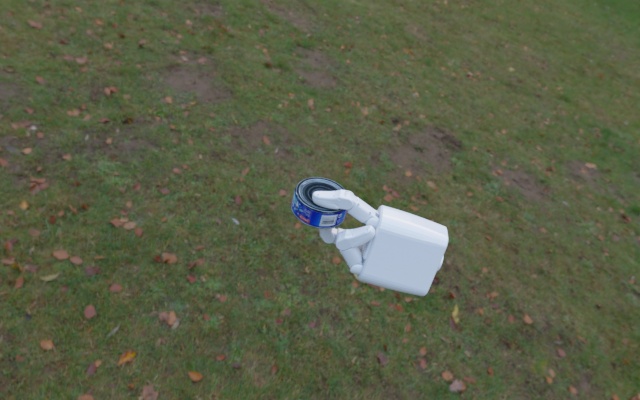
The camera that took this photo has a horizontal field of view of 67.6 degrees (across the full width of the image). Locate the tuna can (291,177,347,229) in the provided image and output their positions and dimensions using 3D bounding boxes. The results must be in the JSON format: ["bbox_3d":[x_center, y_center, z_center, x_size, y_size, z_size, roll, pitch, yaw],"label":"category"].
[{"bbox_3d":[0.000,0.002,0.726,0.086,0.034,0.086,9,39,-7],"label":"tuna can"}]
